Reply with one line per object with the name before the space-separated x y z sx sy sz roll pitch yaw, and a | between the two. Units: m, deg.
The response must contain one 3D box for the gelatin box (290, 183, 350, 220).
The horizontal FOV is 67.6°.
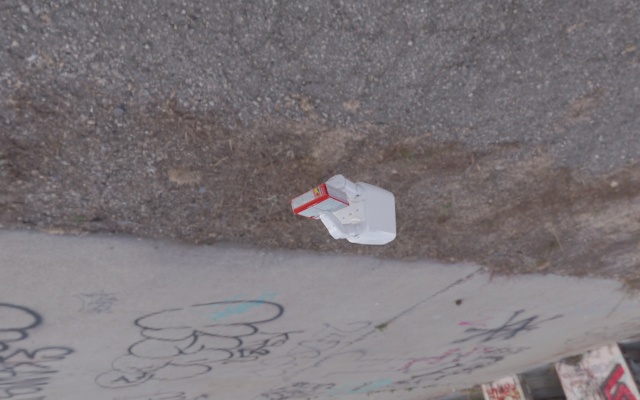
gelatin box | 0.000 0.003 0.856 0.073 0.030 0.089 -25 -21 22
